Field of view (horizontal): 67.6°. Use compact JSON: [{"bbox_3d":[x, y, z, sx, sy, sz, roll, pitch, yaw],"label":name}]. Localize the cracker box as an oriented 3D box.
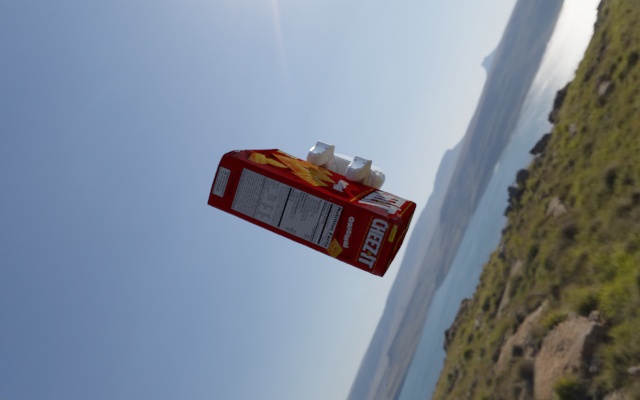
[{"bbox_3d":[0.000,0.002,0.579,0.213,0.072,0.164,21,13,13],"label":"cracker box"}]
